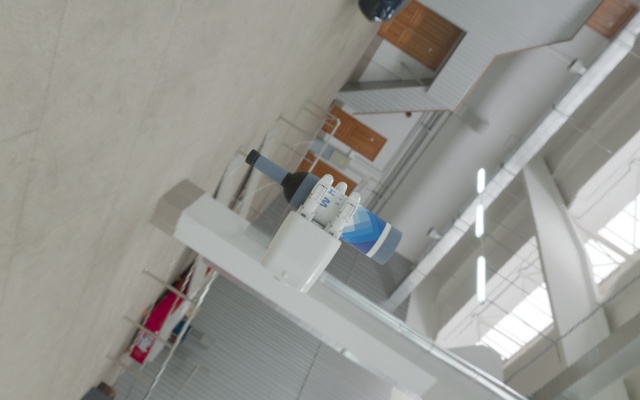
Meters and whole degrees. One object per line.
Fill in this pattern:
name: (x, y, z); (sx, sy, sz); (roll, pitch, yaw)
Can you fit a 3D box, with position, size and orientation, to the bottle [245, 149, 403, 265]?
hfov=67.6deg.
bottle: (0.000, 0.003, 0.823); (0.296, 0.069, 0.069); (33, 0, 0)
